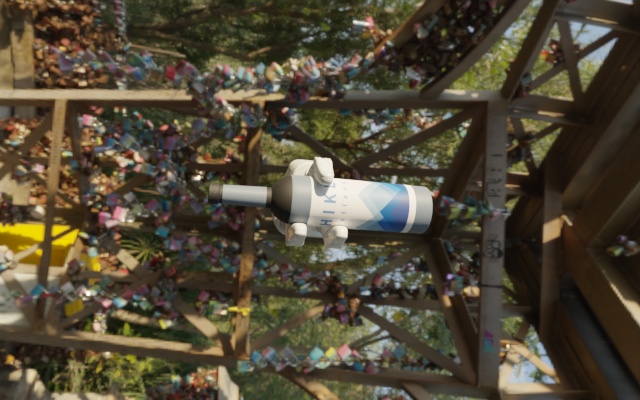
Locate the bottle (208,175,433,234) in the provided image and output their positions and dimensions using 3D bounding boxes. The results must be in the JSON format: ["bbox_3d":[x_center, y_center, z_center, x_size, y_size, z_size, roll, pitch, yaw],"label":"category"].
[{"bbox_3d":[0.000,0.002,0.642,0.296,0.069,0.069,5,-1,-12],"label":"bottle"}]
